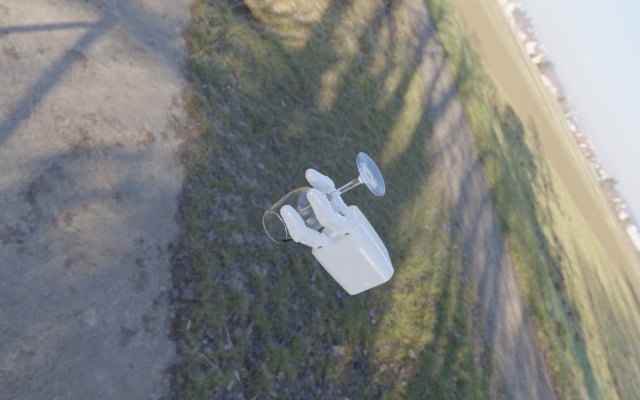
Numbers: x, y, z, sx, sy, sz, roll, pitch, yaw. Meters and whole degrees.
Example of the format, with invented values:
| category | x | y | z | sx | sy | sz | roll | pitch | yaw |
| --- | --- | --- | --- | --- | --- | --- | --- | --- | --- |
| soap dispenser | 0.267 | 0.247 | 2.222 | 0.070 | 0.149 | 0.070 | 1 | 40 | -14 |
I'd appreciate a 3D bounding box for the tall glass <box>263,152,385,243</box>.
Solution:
| category | x | y | z | sx | sy | sz | roll | pitch | yaw |
| --- | --- | --- | --- | --- | --- | --- | --- | --- | --- |
| tall glass | 0.001 | 0.002 | 0.769 | 0.201 | 0.079 | 0.079 | -29 | -14 | 27 |
